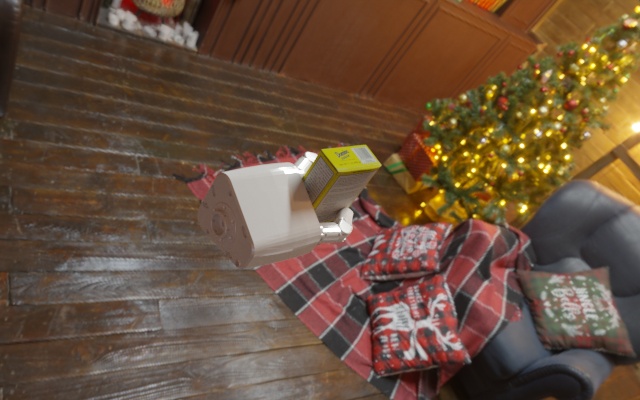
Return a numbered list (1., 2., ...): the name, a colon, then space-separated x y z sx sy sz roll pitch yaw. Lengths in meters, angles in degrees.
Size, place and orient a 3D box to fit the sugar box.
1. sugar box: 0.000 0.002 0.658 0.093 0.048 0.176 -11 -31 -46
